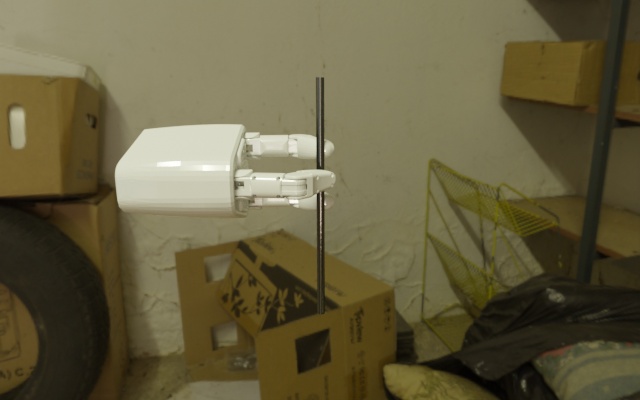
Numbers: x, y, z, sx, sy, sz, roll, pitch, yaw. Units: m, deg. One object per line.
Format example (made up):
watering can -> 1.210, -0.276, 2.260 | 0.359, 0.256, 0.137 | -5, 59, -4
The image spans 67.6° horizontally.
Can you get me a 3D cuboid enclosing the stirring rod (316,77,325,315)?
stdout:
stirring rod -> 0.000, 0.002, 0.476 | 0.011, 0.239, 0.011 | 0, 14, 0
